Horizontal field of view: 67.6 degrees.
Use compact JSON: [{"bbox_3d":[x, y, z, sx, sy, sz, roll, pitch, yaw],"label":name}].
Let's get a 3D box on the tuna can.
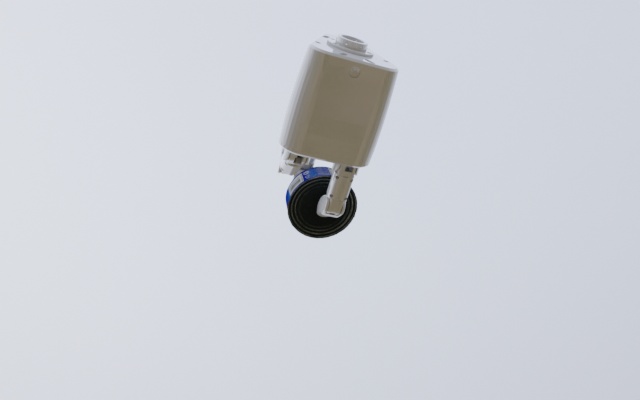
[{"bbox_3d":[0.000,0.002,0.590,0.086,0.086,0.033,0,28,-11],"label":"tuna can"}]
